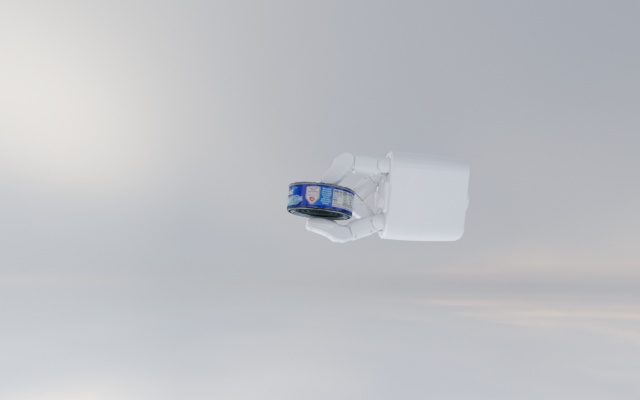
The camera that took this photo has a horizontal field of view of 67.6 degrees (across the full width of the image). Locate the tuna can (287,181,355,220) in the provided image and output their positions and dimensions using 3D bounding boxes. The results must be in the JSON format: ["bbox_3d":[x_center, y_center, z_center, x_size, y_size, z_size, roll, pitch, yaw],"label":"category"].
[{"bbox_3d":[0.000,0.003,0.610,0.086,0.033,0.086,6,-10,1],"label":"tuna can"}]
